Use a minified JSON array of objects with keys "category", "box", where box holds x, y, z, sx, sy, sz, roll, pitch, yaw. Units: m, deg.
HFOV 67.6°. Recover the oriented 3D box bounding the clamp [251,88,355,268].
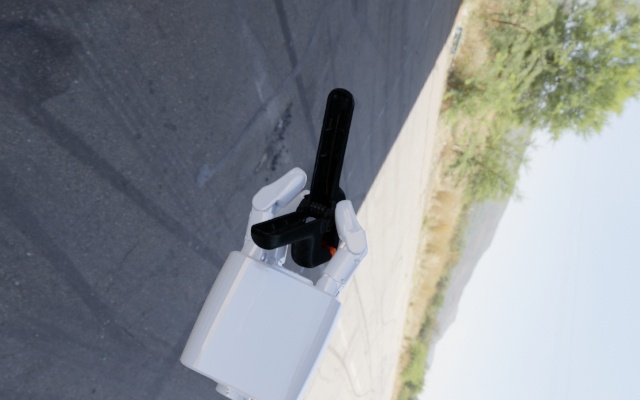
[{"category":"clamp","box":[0.001,0.002,0.479,0.036,0.164,0.210,21,-18,17]}]
